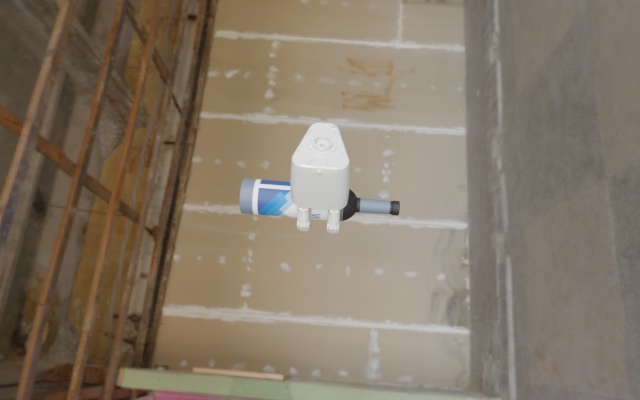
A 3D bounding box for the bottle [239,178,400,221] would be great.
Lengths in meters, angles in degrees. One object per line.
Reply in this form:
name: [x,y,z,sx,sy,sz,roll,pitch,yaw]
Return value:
bottle: [0.000,0.003,0.899,0.296,0.069,0.069,5,0,2]
